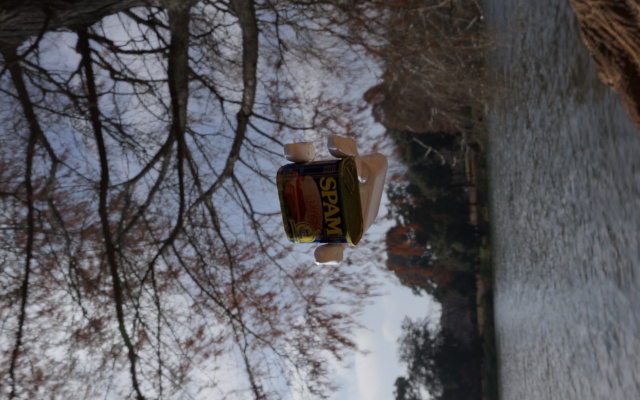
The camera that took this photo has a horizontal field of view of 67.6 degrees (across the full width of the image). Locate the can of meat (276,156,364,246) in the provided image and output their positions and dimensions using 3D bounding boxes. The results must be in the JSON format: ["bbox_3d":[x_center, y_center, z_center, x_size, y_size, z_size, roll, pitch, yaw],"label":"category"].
[{"bbox_3d":[0.000,0.002,0.568,0.084,0.102,0.057,-3,15,21],"label":"can of meat"}]
